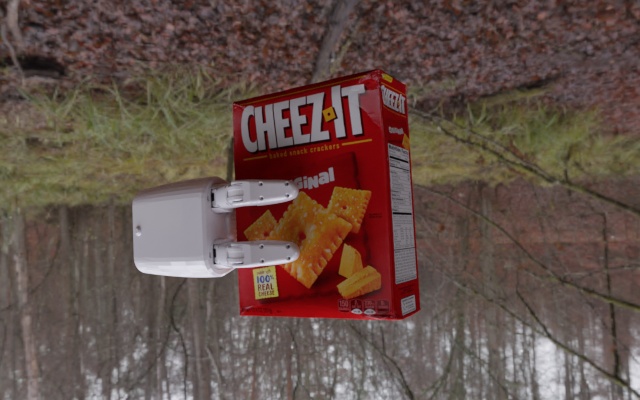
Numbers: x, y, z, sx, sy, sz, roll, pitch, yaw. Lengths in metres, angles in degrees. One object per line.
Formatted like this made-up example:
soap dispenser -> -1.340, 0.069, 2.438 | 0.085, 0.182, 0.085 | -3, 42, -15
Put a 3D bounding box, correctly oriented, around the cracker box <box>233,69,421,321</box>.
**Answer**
cracker box -> 0.000, 0.002, 0.453 | 0.164, 0.213, 0.072 | -5, -4, 29
